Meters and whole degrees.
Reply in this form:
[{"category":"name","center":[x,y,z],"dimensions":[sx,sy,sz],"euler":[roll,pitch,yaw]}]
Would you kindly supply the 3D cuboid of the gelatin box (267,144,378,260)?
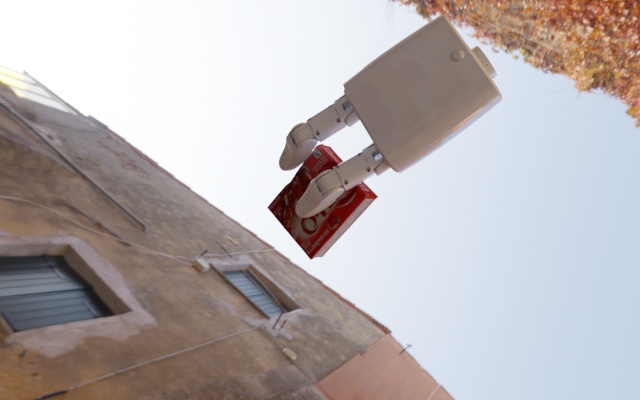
[{"category":"gelatin box","center":[0.000,0.002,0.470],"dimensions":[0.073,0.089,0.030],"euler":[48,20,20]}]
